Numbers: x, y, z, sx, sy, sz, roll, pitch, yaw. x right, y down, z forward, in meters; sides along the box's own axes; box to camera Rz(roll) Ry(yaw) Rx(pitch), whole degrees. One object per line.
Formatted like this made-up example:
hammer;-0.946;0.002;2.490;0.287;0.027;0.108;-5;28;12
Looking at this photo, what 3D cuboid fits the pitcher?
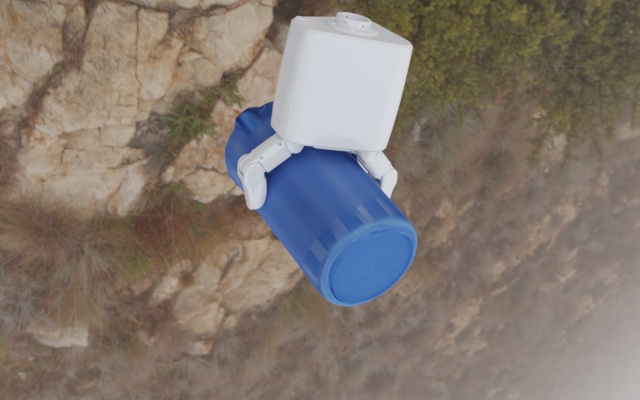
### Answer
pitcher;0.000;0.002;0.532;0.149;0.145;0.242;-5;36;-30
